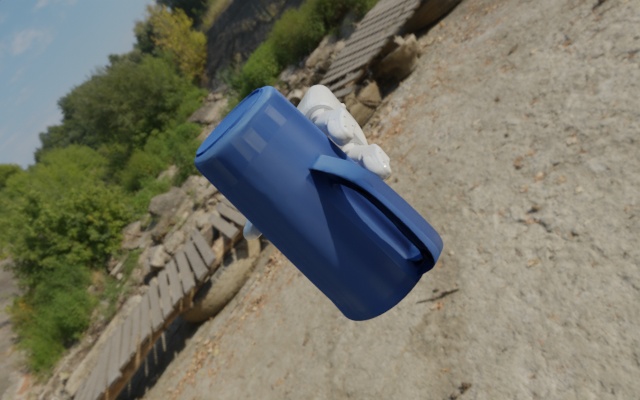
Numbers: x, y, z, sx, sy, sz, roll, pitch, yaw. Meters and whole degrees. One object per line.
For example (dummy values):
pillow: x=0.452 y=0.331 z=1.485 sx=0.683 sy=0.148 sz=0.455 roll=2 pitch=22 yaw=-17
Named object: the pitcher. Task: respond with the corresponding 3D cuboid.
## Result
pitcher: x=0.000 y=0.002 z=0.487 sx=0.149 sy=0.243 sz=0.145 roll=-40 pitch=21 yaw=16
